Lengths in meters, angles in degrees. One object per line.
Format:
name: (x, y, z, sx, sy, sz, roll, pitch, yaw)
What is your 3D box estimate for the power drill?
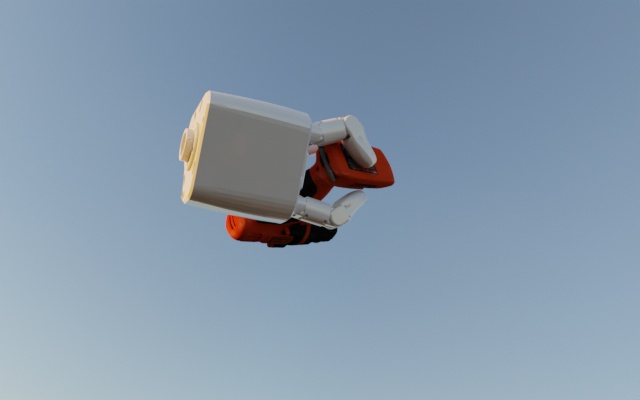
power drill: (0.000, 0.002, 0.604, 0.184, 0.057, 0.188, 5, -35, -47)
